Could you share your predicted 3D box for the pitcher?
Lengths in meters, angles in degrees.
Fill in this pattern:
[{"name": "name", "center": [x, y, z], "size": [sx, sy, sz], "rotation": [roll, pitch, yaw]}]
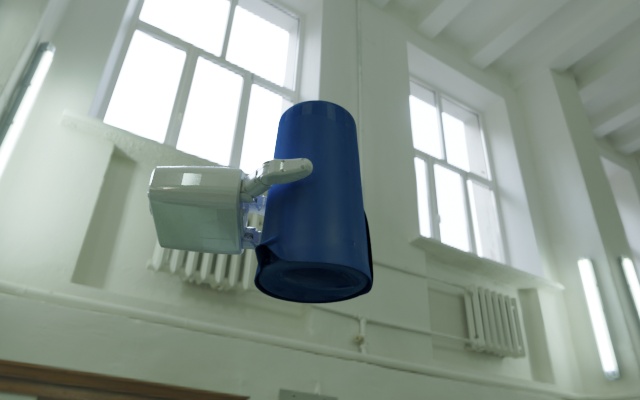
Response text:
[{"name": "pitcher", "center": [0.000, 0.002, 0.604], "size": [0.145, 0.242, 0.149], "rotation": [2, -30, -1]}]
